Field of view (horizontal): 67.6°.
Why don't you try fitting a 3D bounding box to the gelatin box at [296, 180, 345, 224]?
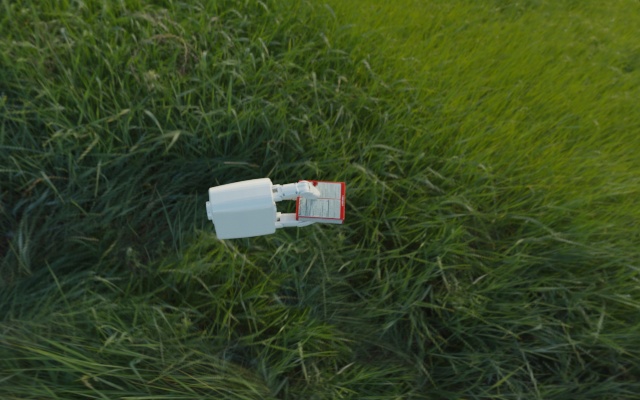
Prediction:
[{"bbox_3d":[0.001,0.003,0.884,0.089,0.073,0.030,3,-20,-1],"label":"gelatin box"}]
